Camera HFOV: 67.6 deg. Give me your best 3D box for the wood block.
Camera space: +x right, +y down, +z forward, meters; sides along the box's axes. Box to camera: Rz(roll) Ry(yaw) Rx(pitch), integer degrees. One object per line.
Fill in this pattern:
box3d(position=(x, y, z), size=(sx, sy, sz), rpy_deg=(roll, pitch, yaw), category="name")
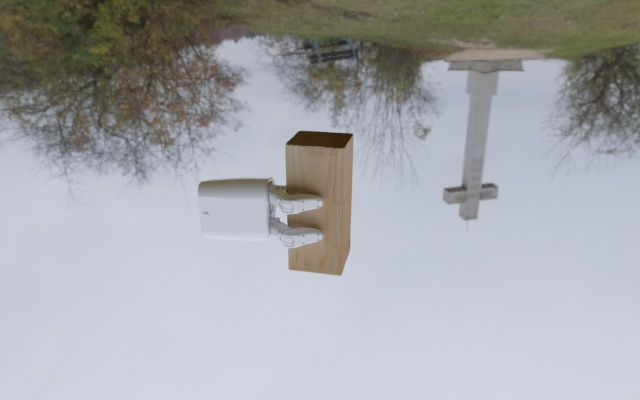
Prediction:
box3d(position=(0.000, 0.002, 0.752), size=(0.090, 0.206, 0.090), rpy_deg=(5, 23, 11), category="wood block")
